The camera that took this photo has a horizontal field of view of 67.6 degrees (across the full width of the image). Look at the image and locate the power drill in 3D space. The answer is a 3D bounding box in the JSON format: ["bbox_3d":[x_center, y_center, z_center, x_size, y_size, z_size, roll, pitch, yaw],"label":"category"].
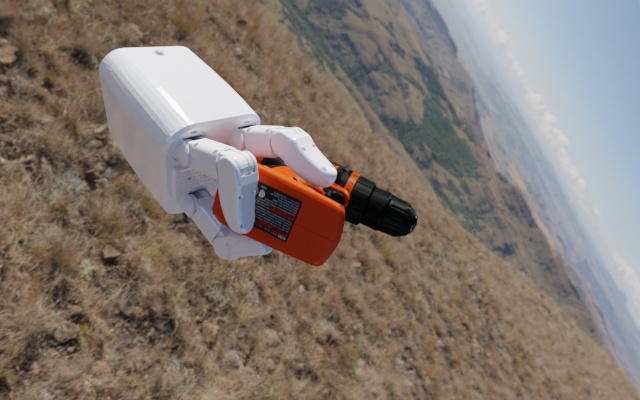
[{"bbox_3d":[0.000,0.001,0.443,0.184,0.057,0.187,23,13,9],"label":"power drill"}]
